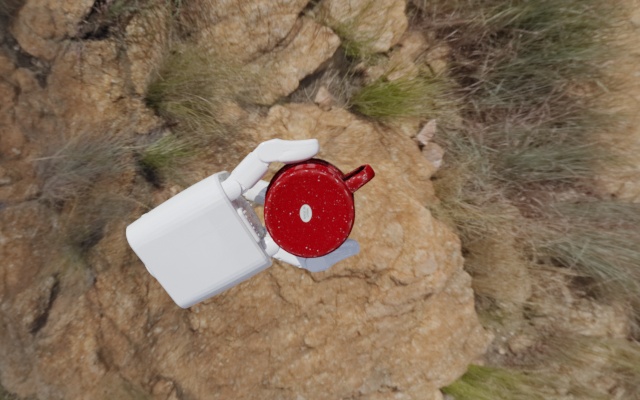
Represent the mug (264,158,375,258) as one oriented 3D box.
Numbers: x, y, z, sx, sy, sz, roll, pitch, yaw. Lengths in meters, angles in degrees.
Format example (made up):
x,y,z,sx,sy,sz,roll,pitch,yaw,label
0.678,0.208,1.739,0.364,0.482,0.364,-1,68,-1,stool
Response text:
x,y,z,sx,sy,sz,roll,pitch,yaw,label
0.001,0.001,0.453,0.117,0.093,0.081,-29,7,2,mug
